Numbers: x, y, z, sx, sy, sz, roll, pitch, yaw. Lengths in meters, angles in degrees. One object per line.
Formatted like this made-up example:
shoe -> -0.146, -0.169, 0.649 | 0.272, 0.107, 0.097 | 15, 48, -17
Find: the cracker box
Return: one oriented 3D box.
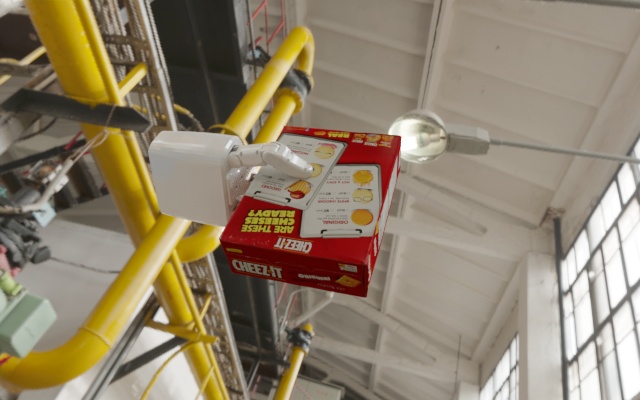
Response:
cracker box -> 0.000, 0.002, 0.581 | 0.164, 0.072, 0.213 | 8, 47, 16
